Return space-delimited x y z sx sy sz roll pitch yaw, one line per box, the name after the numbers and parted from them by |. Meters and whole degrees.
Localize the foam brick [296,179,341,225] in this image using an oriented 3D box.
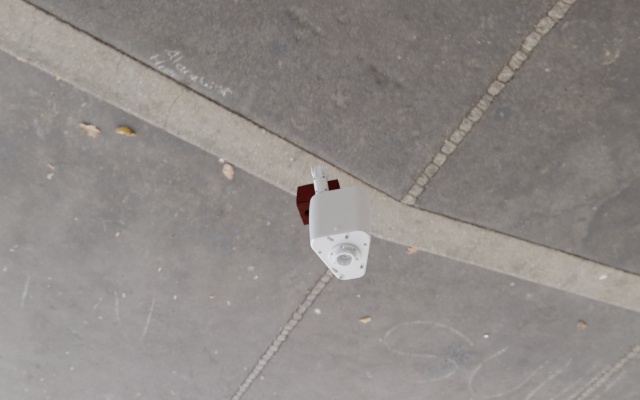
0.000 0.003 0.847 0.078 0.053 0.051 -11 38 10 | foam brick
